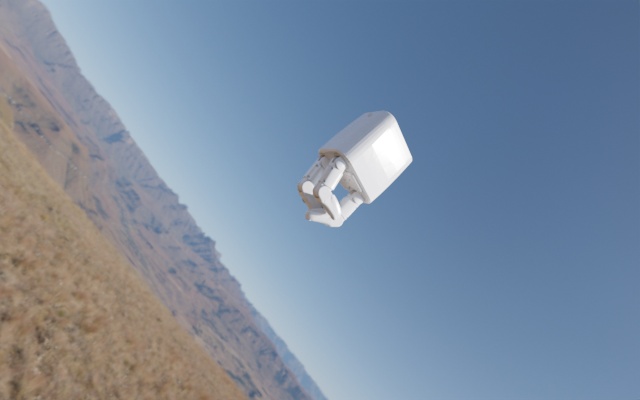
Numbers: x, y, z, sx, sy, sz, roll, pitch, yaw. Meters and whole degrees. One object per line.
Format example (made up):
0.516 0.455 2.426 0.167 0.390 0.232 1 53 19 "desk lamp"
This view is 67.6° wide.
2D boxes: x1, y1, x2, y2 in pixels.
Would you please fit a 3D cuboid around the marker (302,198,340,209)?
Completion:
0.000 0.003 0.785 0.020 0.020 0.121 0 6 -24 "marker"
